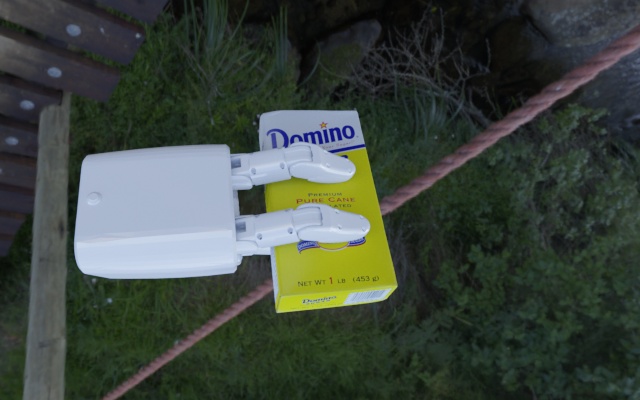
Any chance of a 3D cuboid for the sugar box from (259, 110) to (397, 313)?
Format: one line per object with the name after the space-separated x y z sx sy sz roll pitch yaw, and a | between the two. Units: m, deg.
0.000 0.001 0.409 0.093 0.176 0.048 -3 -28 -12 | sugar box
